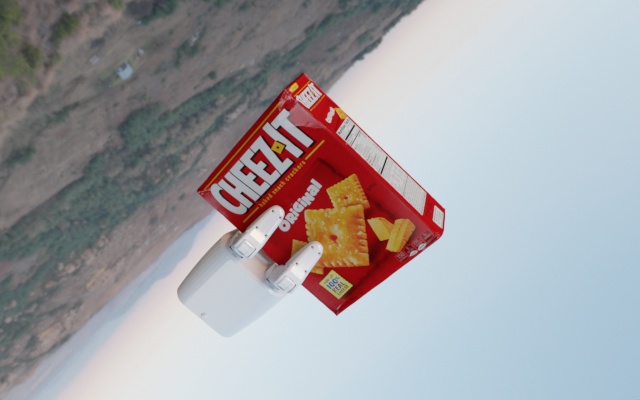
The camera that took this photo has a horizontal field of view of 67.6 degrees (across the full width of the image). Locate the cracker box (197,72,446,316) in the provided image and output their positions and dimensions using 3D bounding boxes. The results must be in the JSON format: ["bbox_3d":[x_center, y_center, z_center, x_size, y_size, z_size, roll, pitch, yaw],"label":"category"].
[{"bbox_3d":[0.000,0.002,0.513,0.164,0.214,0.072,-43,10,29],"label":"cracker box"}]
